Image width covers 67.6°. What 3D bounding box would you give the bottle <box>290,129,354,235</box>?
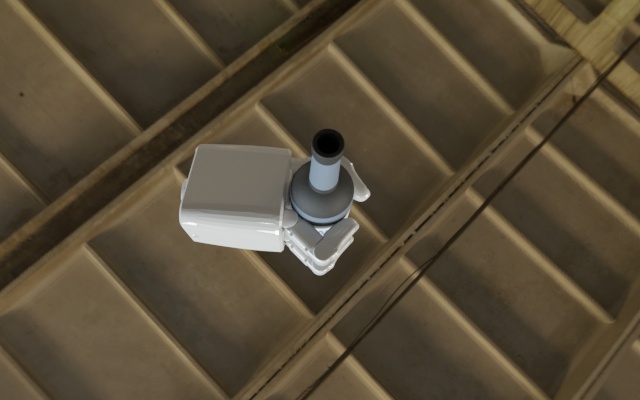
[{"bbox_3d":[0.000,0.002,0.526,0.069,0.069,0.296,0,-19,-3],"label":"bottle"}]
